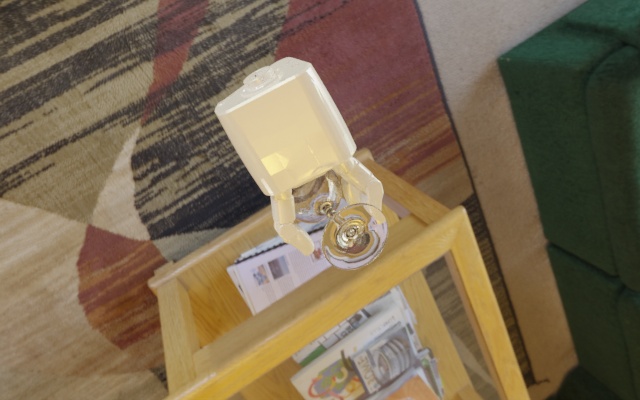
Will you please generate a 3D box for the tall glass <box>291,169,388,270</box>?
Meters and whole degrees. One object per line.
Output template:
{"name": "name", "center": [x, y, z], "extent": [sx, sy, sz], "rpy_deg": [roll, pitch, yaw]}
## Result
{"name": "tall glass", "center": [0.000, 0.002, 0.567], "extent": [0.079, 0.079, 0.201], "rpy_deg": [0, 21, -22]}
